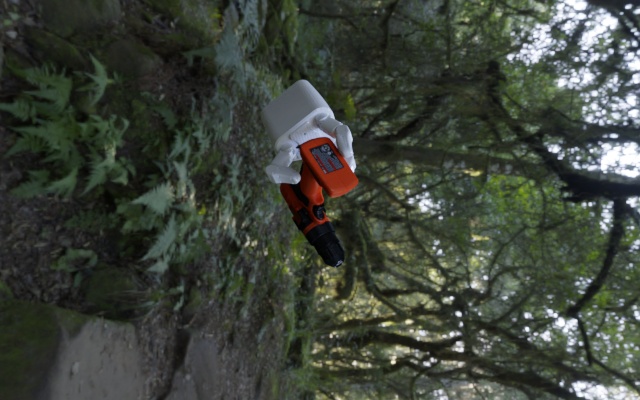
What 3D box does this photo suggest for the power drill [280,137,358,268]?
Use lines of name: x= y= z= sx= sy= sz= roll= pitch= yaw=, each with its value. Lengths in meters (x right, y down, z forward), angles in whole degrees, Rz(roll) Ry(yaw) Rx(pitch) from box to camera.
power drill: x=0.000 y=0.002 z=0.778 sx=0.057 sy=0.184 sz=0.188 roll=-23 pitch=-22 yaw=-27
